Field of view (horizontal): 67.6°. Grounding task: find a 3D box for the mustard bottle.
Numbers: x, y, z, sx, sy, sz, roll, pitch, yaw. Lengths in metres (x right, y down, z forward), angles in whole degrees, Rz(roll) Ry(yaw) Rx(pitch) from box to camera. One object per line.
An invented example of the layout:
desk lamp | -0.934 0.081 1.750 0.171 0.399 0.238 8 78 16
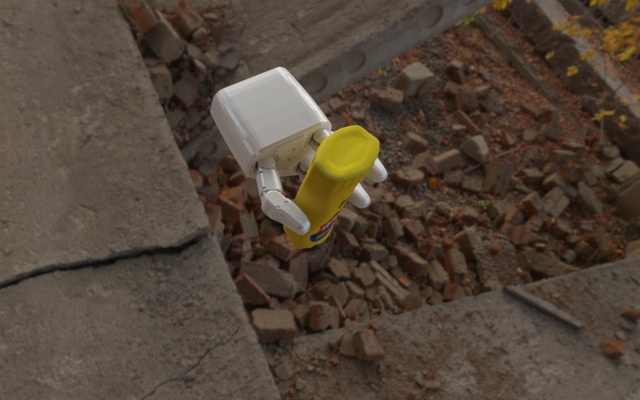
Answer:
mustard bottle | 0.000 0.002 0.573 0.096 0.058 0.192 -47 -9 -41
